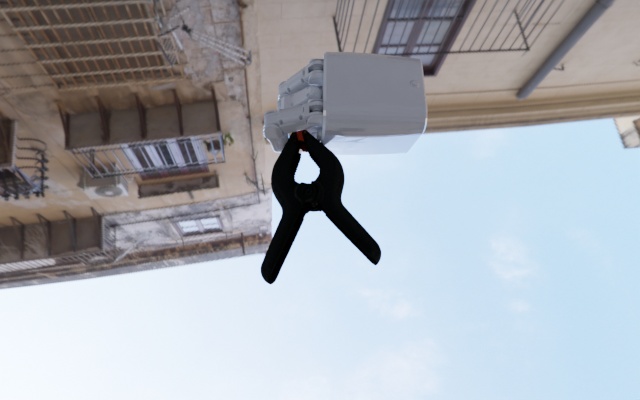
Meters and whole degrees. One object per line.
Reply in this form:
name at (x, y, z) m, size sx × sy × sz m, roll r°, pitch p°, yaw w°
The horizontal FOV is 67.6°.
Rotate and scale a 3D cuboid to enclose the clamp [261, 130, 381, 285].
clamp at (0.000, 0.002, 0.500) m, size 0.120 × 0.171 × 0.039 m, roll 0°, pitch -21°, yaw 1°
